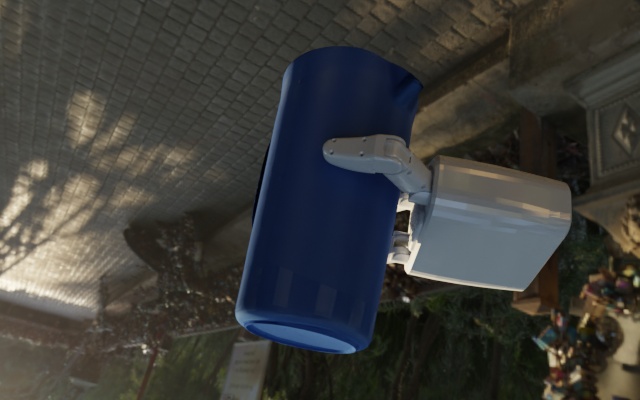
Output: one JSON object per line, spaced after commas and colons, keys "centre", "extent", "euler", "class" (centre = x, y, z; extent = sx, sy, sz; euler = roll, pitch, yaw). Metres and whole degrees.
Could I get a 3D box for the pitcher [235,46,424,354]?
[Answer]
{"centre": [0.000, 0.001, 0.424], "extent": [0.145, 0.242, 0.149], "euler": [11, -25, 3], "class": "pitcher"}
